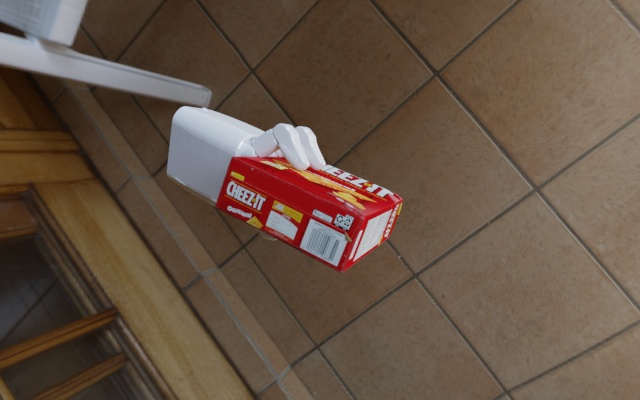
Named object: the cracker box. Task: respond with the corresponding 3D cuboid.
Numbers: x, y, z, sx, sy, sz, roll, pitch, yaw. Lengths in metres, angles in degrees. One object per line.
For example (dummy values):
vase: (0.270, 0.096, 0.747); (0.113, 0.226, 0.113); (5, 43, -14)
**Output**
cracker box: (0.000, 0.002, 0.595); (0.164, 0.072, 0.213); (25, 14, 17)
